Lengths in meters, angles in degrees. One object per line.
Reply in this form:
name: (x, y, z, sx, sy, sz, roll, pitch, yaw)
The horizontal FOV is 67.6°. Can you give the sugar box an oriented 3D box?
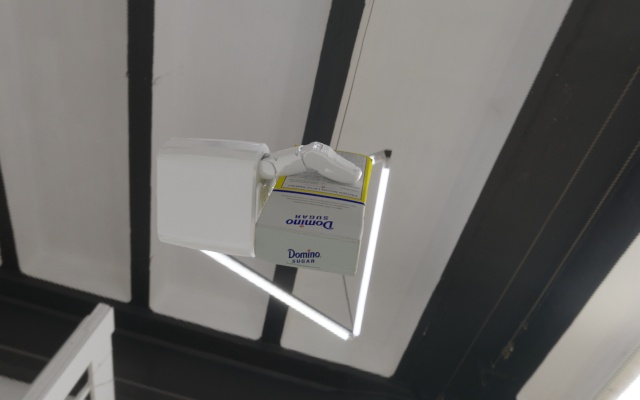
sugar box: (0.000, 0.002, 0.482, 0.093, 0.048, 0.176, 9, 32, 5)
